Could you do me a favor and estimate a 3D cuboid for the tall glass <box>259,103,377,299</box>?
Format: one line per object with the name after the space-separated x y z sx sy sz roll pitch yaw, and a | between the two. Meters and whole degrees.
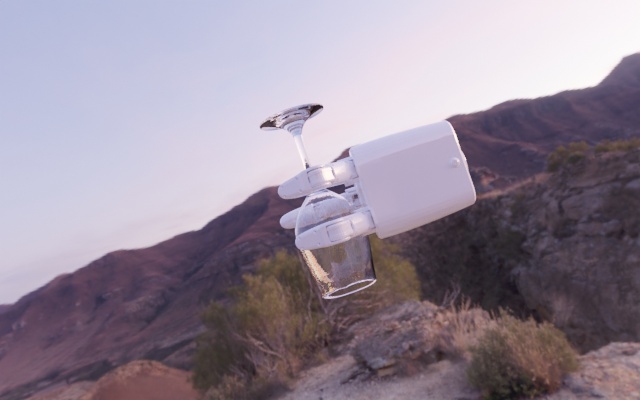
0.000 0.001 0.521 0.079 0.201 0.079 -18 -3 -1 | tall glass
